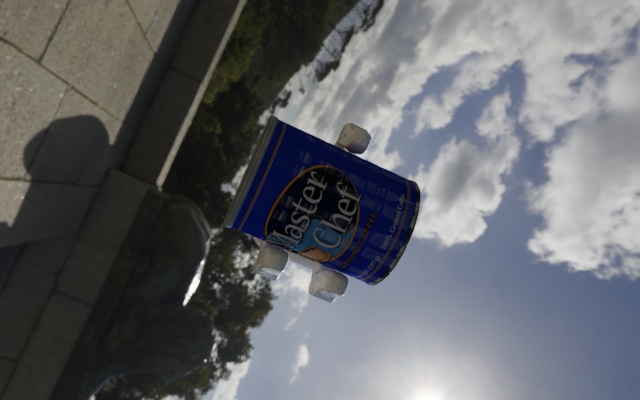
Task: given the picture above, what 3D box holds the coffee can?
[{"bbox_3d":[0.000,0.001,0.418,0.140,0.103,0.103,24,-5,-10],"label":"coffee can"}]
